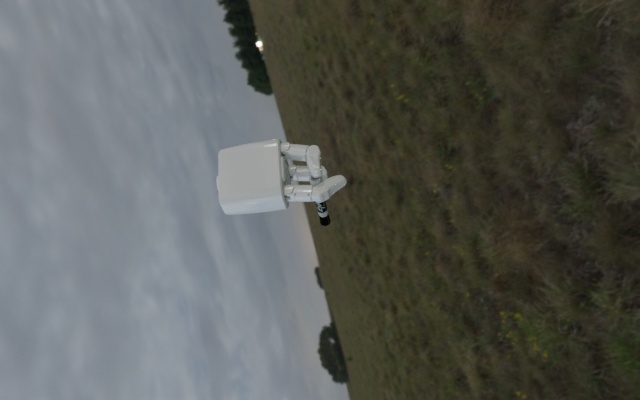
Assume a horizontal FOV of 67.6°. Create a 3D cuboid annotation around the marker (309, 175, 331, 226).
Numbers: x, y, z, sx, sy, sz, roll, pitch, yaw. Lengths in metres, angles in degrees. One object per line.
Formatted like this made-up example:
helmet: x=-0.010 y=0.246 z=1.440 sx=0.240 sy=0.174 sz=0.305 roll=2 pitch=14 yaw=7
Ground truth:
marker: x=0.000 y=0.003 z=0.803 sx=0.020 sy=0.020 sz=0.121 roll=0 pitch=-40 yaw=12
